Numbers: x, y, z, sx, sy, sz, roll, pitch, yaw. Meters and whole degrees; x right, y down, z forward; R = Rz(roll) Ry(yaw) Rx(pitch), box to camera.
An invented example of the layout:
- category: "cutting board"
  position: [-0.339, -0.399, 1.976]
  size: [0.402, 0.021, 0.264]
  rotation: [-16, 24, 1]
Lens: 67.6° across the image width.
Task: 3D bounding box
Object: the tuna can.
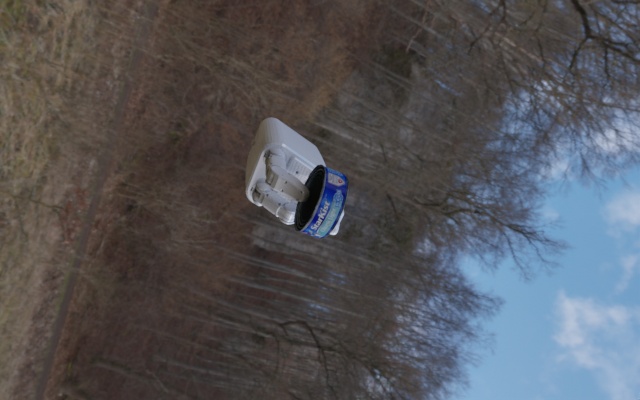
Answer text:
- category: "tuna can"
  position: [0.001, 0.002, 0.580]
  size: [0.034, 0.086, 0.086]
  rotation: [20, -6, -17]
